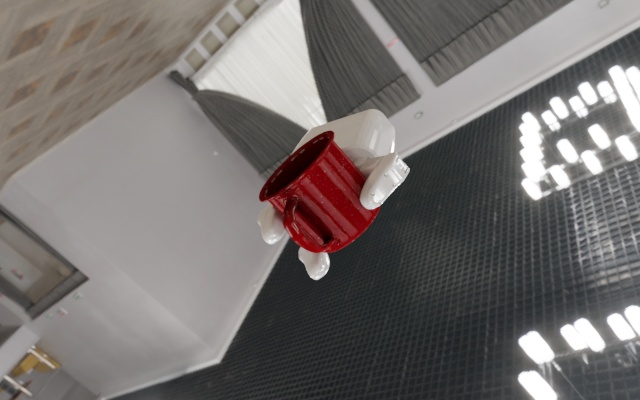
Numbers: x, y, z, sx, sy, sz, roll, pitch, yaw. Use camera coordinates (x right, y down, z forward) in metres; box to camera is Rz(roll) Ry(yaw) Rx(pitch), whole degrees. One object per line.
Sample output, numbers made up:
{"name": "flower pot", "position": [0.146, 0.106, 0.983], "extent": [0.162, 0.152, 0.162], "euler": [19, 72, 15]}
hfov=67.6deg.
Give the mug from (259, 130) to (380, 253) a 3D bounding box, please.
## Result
{"name": "mug", "position": [0.000, 0.002, 0.442], "extent": [0.093, 0.081, 0.117], "euler": [-32, 21, 31]}
